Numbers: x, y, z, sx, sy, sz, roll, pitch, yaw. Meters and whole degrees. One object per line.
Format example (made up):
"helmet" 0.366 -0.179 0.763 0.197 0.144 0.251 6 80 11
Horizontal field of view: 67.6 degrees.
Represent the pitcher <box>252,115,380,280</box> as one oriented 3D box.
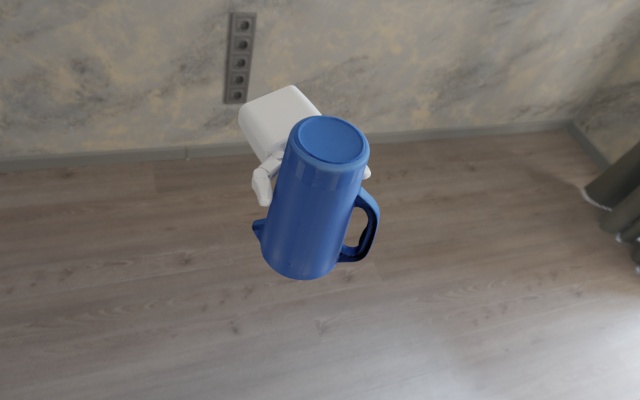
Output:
"pitcher" 0.000 0.002 0.699 0.149 0.145 0.243 -18 -34 -28
